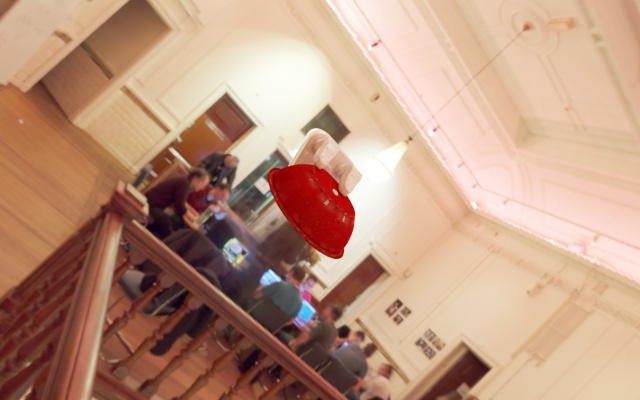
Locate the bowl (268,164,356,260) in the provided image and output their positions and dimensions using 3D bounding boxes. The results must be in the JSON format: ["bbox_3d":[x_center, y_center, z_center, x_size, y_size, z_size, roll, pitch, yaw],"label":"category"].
[{"bbox_3d":[0.001,0.003,0.674,0.055,0.162,0.162,-39,-13,17],"label":"bowl"}]
